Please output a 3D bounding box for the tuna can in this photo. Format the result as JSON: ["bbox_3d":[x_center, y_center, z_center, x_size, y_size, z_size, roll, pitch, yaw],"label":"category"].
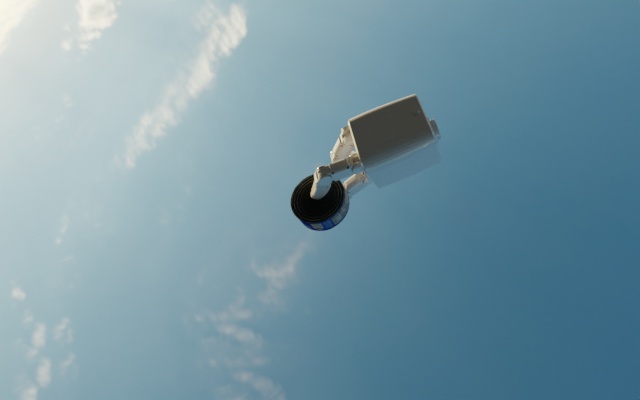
[{"bbox_3d":[0.000,0.003,0.727,0.086,0.086,0.034,0,-28,22],"label":"tuna can"}]
